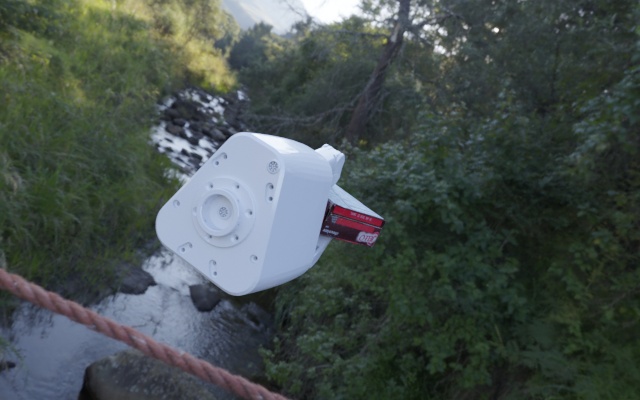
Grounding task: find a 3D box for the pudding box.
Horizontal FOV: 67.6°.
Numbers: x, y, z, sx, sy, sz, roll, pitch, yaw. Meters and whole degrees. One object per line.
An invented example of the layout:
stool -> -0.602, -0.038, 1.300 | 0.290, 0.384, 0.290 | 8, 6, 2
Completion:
pudding box -> 0.000, 0.001, 0.498 | 0.090, 0.039, 0.113 | 19, 15, -46
